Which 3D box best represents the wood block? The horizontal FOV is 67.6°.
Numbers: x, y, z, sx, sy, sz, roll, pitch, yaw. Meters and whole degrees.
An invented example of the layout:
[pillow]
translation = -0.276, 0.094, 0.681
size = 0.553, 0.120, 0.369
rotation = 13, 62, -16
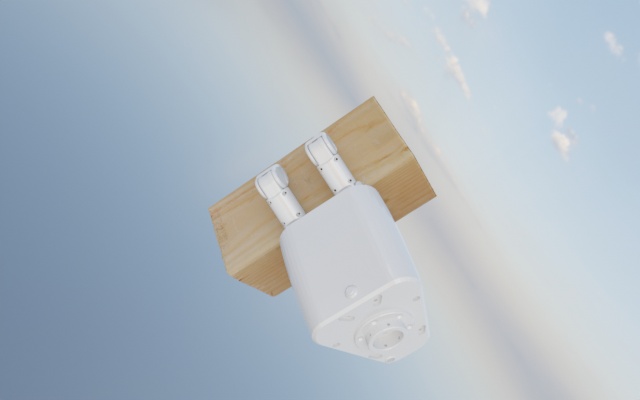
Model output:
[wood block]
translation = 0.000, 0.002, 0.494
size = 0.206, 0.090, 0.091
rotation = -33, -35, 10
